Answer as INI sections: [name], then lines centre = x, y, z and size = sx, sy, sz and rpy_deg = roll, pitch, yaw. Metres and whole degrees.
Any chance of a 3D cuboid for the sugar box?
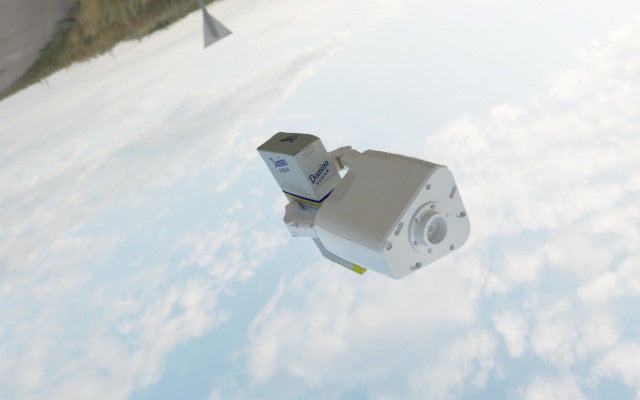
[sugar box]
centre = 0.001, 0.002, 0.572
size = 0.048, 0.176, 0.093
rpy_deg = -38, 28, -21
